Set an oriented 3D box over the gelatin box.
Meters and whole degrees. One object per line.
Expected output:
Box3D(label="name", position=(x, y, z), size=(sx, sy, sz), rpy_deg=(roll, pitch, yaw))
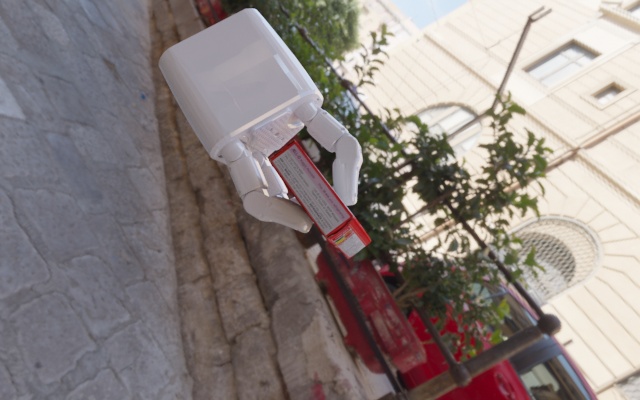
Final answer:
Box3D(label="gelatin box", position=(0.001, 0.001, 0.401), size=(0.030, 0.089, 0.073), rpy_deg=(-38, -25, 1))
